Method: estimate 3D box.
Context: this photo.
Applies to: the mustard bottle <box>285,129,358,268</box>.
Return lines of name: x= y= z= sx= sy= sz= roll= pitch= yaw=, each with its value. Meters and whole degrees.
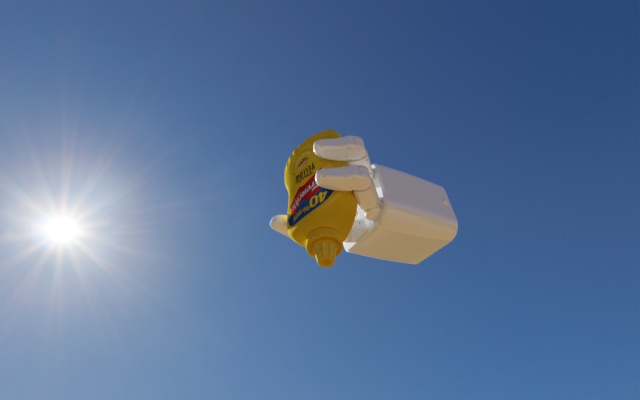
mustard bottle: x=0.000 y=0.002 z=0.573 sx=0.096 sy=0.191 sz=0.058 roll=-37 pitch=-54 yaw=25
